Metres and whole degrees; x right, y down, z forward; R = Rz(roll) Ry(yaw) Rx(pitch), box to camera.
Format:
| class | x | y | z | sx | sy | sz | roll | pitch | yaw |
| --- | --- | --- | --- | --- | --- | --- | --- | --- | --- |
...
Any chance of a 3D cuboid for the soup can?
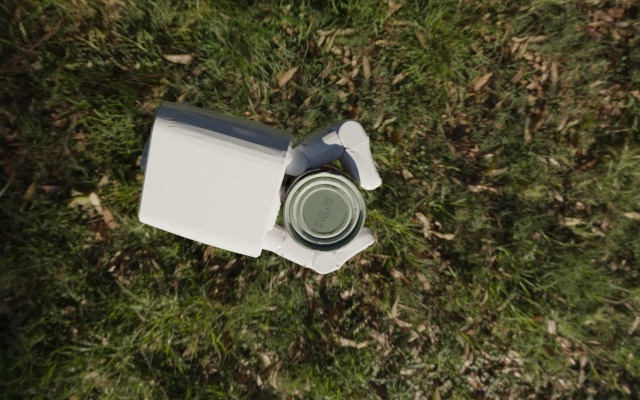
| class | x | y | z | sx | sy | sz | roll | pitch | yaw |
| --- | --- | --- | --- | --- | --- | --- | --- | --- | --- |
| soup can | 0.001 | 0.002 | 0.419 | 0.068 | 0.068 | 0.102 | 0 | 9 | -4 |
